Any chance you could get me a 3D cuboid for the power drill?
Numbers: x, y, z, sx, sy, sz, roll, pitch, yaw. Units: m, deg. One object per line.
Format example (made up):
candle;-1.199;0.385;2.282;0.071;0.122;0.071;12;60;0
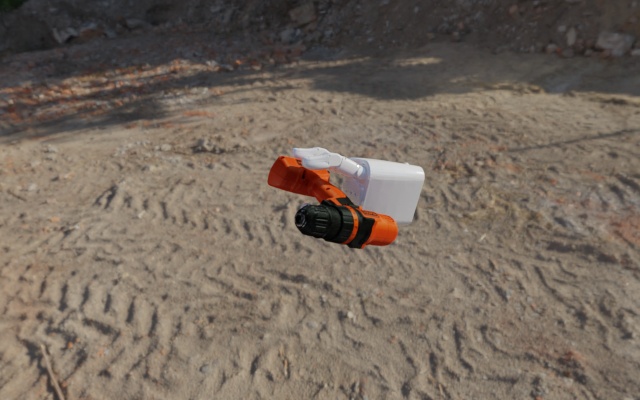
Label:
power drill;0.000;0.002;0.695;0.184;0.057;0.187;13;22;-44
